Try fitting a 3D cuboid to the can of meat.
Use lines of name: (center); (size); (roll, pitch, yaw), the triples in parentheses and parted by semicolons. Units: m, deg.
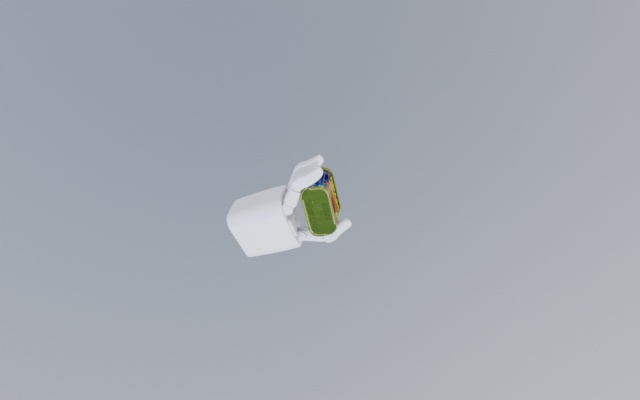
can of meat: (0.000, 0.003, 0.858); (0.057, 0.102, 0.084); (-10, 24, 9)
